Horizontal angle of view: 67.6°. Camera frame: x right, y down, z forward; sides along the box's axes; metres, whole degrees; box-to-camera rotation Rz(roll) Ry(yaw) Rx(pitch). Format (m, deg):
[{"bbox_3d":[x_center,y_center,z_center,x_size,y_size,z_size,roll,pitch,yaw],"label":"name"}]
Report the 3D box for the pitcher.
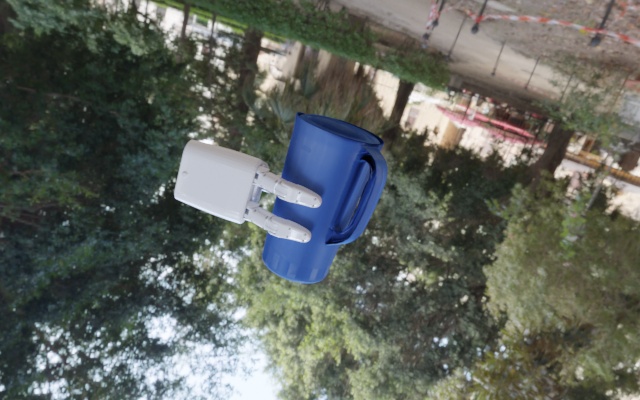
[{"bbox_3d":[0.000,0.002,0.711,0.145,0.243,0.149,18,18,-1],"label":"pitcher"}]
